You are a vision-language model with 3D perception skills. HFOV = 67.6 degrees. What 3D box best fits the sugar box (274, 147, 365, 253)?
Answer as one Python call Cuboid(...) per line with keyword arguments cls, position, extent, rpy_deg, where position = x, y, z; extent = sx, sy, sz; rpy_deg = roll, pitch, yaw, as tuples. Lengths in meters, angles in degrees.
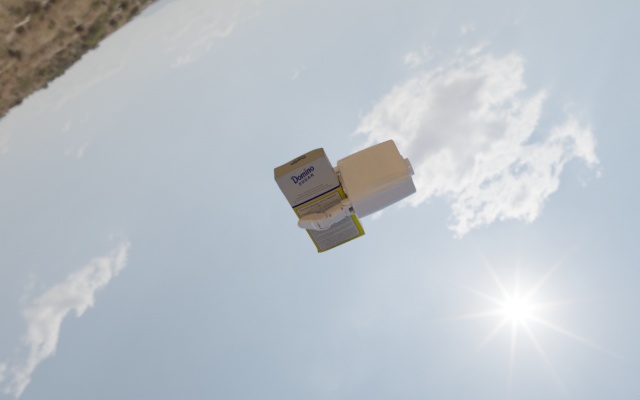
Cuboid(cls="sugar box", position=(0.000, 0.002, 0.820), extent=(0.093, 0.176, 0.048), rpy_deg=(-24, 29, 7))
